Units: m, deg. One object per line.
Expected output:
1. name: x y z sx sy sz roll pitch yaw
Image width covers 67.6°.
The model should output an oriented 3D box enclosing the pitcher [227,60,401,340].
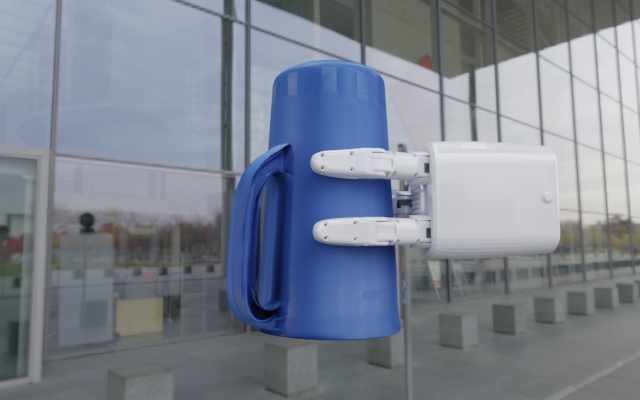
1. pitcher: 0.000 0.001 0.439 0.145 0.243 0.149 0 -6 1
